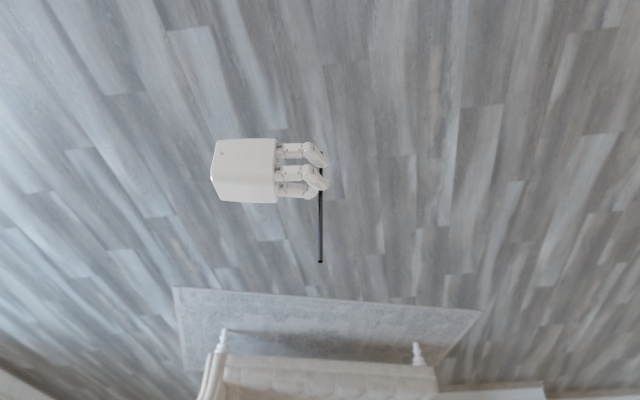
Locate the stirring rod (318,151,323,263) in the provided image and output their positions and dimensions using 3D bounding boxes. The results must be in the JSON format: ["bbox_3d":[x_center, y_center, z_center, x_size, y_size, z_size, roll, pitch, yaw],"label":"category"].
[{"bbox_3d":[0.000,0.003,0.815,0.011,0.239,0.011,0,-40,0],"label":"stirring rod"}]
